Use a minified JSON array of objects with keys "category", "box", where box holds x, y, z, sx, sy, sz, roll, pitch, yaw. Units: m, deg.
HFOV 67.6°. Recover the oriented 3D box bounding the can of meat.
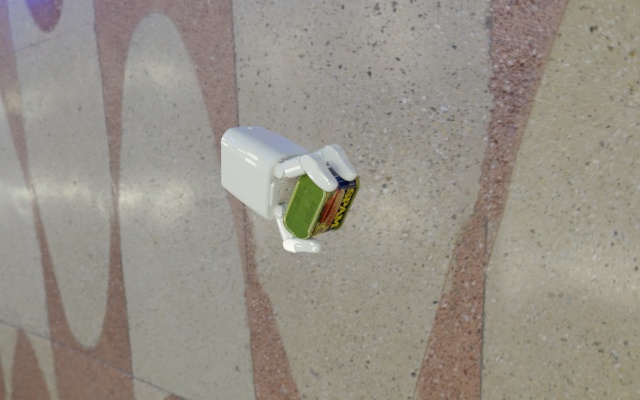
[{"category":"can of meat","box":[0.000,0.002,0.687,0.057,0.102,0.084,36,28,25]}]
